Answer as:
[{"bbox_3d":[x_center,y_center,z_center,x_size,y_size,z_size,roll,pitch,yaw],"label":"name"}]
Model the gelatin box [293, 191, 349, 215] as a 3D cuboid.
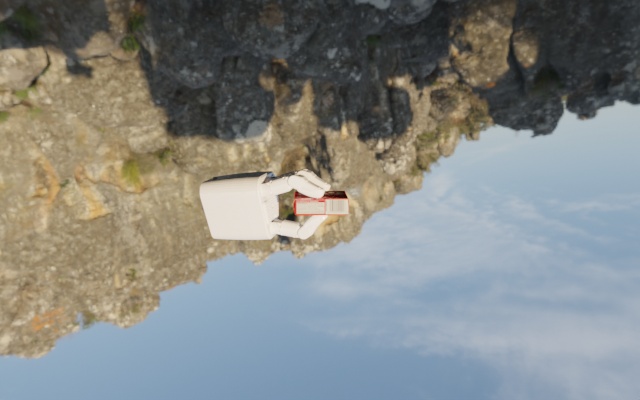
[{"bbox_3d":[0.000,0.003,0.789,0.089,0.030,0.073,0,11,-2],"label":"gelatin box"}]
